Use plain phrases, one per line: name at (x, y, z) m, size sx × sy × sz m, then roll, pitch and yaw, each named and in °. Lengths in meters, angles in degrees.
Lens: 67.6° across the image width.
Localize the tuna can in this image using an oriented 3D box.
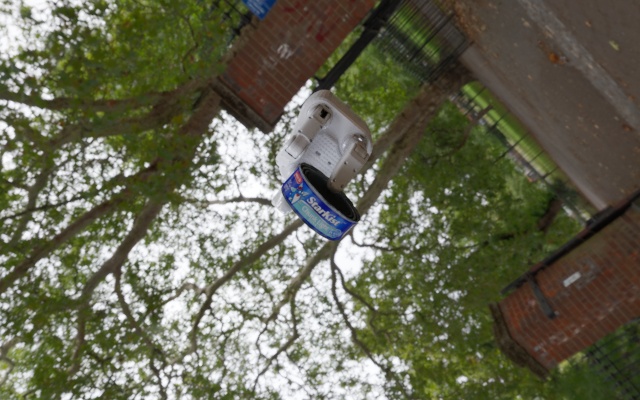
tuna can at (0.000, 0.002, 0.503) m, size 0.034 × 0.086 × 0.086 m, roll -45°, pitch -14°, yaw 15°
